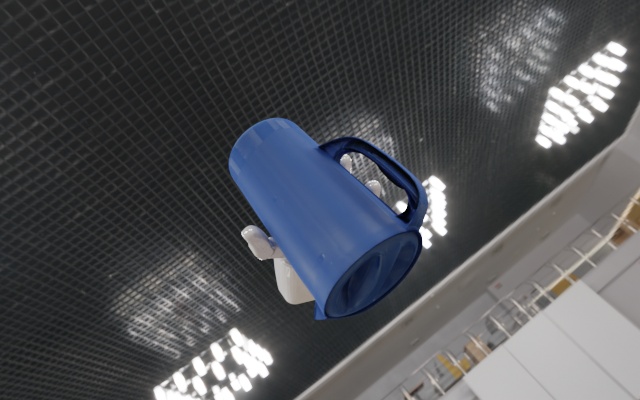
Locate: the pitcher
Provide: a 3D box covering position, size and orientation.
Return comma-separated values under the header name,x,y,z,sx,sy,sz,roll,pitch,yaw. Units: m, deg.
name,x,y,z,sx,sy,sz,roll,pitch,yaw
pitcher,0.000,0.002,0.558,0.149,0.145,0.242,-27,56,-22
